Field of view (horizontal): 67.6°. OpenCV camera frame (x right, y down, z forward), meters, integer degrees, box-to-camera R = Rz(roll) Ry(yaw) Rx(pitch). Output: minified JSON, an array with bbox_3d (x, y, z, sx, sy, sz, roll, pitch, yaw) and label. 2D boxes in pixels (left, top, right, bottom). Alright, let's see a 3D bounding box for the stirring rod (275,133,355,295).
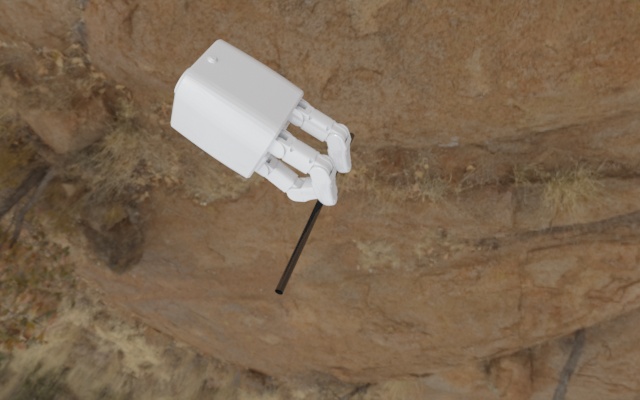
[{"bbox_3d":[0.000,0.002,0.520,0.011,0.011,0.239,0,44,27],"label":"stirring rod"}]
